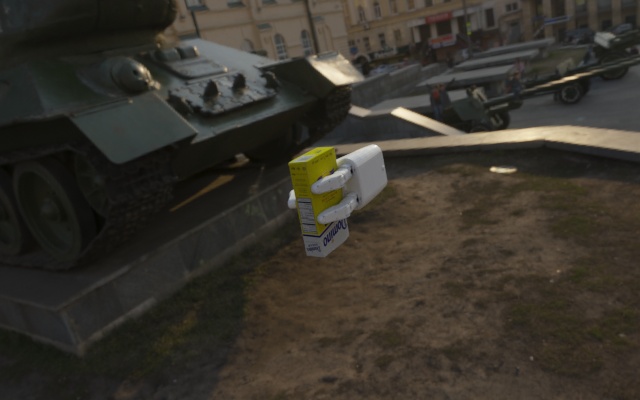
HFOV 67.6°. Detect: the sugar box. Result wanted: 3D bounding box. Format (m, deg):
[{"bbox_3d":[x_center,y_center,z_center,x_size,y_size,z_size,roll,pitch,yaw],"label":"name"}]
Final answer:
[{"bbox_3d":[0.001,0.003,0.844,0.048,0.176,0.093,0,22,36],"label":"sugar box"}]
